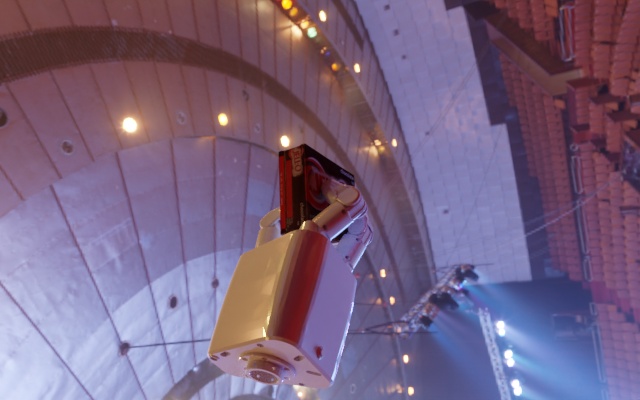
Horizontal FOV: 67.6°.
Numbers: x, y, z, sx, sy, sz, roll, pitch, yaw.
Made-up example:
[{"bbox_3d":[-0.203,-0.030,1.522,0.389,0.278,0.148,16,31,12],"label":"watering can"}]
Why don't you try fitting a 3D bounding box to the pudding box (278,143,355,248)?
[{"bbox_3d":[0.000,0.002,0.508,0.039,0.090,0.113,-11,-19,26],"label":"pudding box"}]
